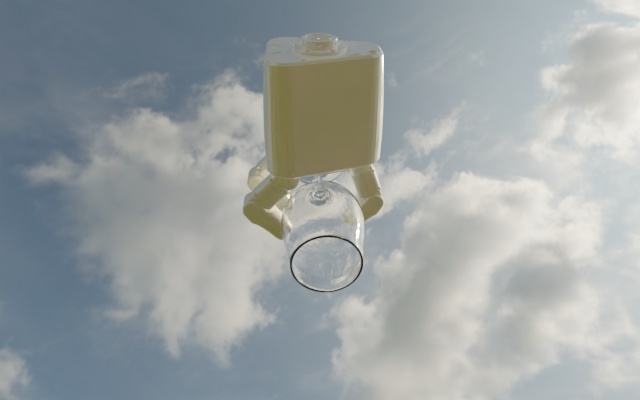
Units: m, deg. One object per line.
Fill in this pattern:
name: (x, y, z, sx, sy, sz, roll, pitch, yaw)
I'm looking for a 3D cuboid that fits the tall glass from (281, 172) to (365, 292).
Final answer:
tall glass: (0.000, 0.001, 0.482, 0.079, 0.079, 0.201, 0, 32, -4)
